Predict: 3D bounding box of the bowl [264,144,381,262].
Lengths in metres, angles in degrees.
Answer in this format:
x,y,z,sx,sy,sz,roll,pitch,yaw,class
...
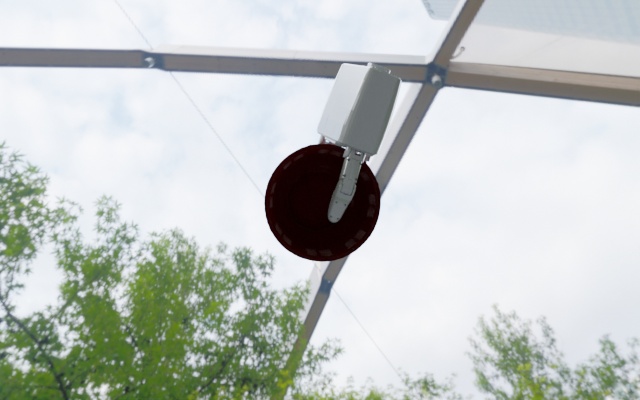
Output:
x,y,z,sx,sy,sz,roll,pitch,yaw,class
-0.001,0.003,0.673,0.162,0.162,0.055,0,4,-11,bowl
